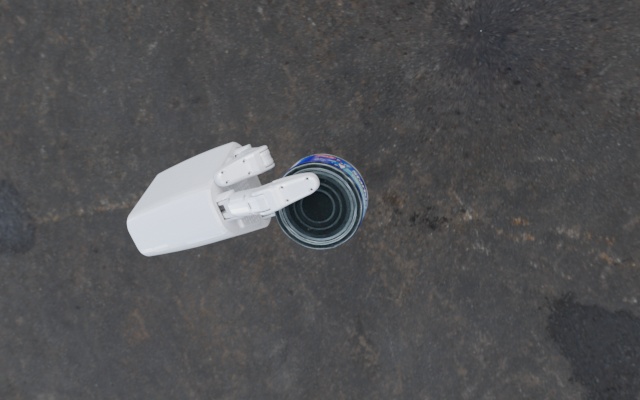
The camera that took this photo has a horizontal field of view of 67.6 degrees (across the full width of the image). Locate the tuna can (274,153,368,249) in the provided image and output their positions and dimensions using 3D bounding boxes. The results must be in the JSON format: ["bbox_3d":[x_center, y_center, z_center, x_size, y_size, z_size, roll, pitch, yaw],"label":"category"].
[{"bbox_3d":[0.000,0.002,0.445,0.086,0.086,0.033,0,17,13],"label":"tuna can"}]
